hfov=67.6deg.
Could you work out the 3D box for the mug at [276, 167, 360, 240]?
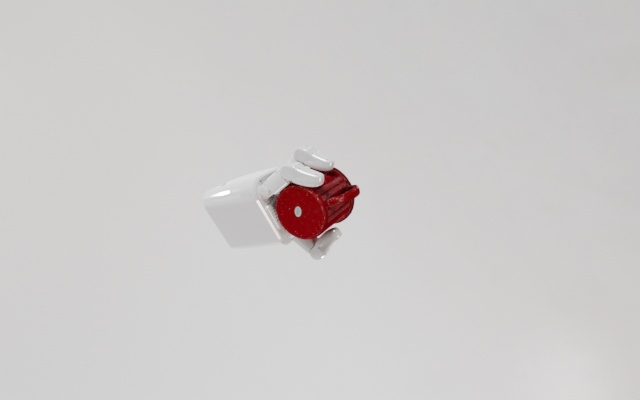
[{"bbox_3d":[0.001,0.002,0.668,0.117,0.093,0.081,-11,13,32],"label":"mug"}]
